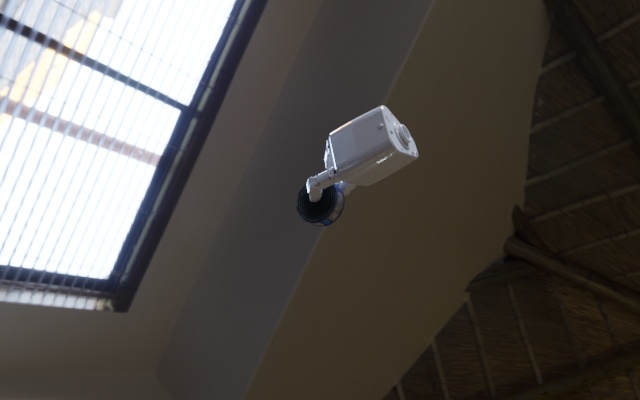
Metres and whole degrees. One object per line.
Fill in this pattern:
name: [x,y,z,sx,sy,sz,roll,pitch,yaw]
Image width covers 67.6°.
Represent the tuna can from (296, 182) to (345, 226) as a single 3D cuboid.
tuna can: [0.000,0.003,0.863,0.086,0.086,0.034,0,-16,35]
